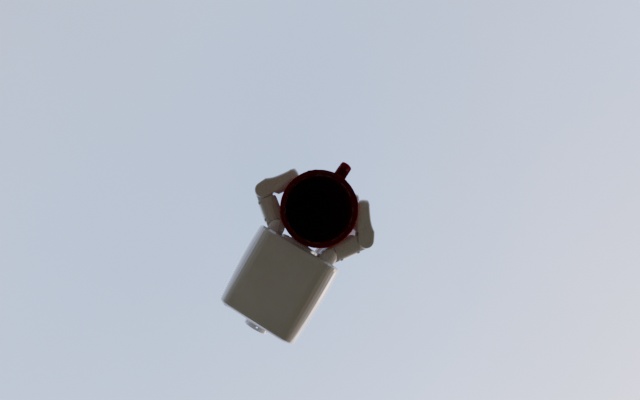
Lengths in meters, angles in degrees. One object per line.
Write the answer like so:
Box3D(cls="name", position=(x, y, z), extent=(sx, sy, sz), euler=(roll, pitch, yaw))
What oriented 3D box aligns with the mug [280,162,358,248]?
Box3D(cls="mug", position=(0.001, 0.001, 0.600), extent=(0.093, 0.117, 0.081), euler=(32, -7, -4))
